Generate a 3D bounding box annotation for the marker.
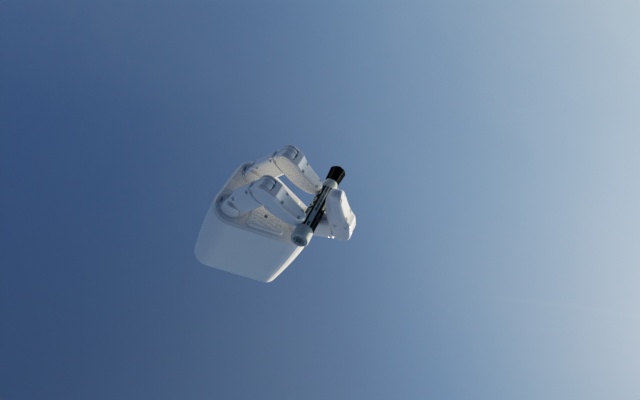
[{"bbox_3d":[0.000,0.002,0.513,0.020,0.020,0.121,0,39,27],"label":"marker"}]
